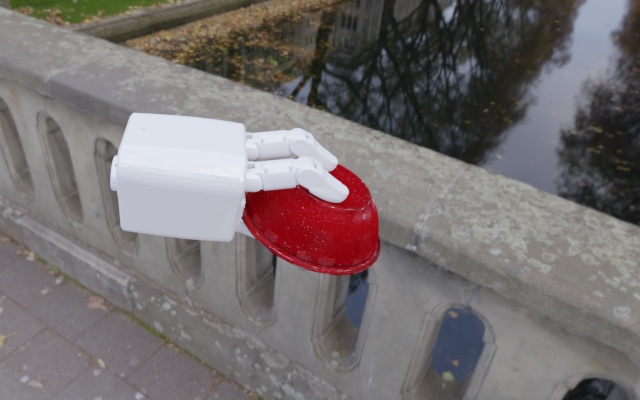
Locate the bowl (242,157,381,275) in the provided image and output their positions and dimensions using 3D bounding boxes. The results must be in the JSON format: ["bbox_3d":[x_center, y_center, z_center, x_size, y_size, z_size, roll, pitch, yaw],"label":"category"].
[{"bbox_3d":[0.001,0.001,0.500,0.162,0.055,0.162,18,31,-12],"label":"bowl"}]
